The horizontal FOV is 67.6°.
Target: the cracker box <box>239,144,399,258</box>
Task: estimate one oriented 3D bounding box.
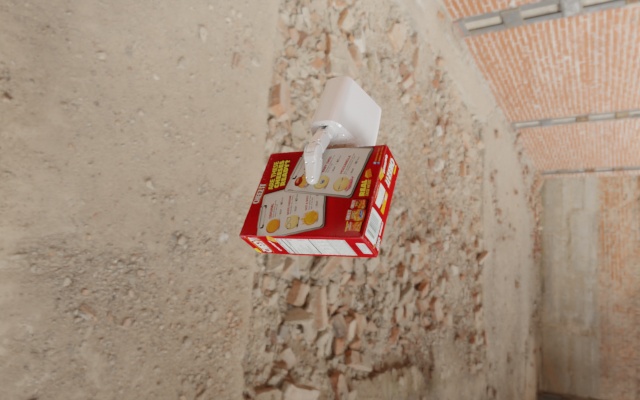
[{"bbox_3d":[0.000,0.002,0.742,0.213,0.164,0.072,-2,-34,31],"label":"cracker box"}]
